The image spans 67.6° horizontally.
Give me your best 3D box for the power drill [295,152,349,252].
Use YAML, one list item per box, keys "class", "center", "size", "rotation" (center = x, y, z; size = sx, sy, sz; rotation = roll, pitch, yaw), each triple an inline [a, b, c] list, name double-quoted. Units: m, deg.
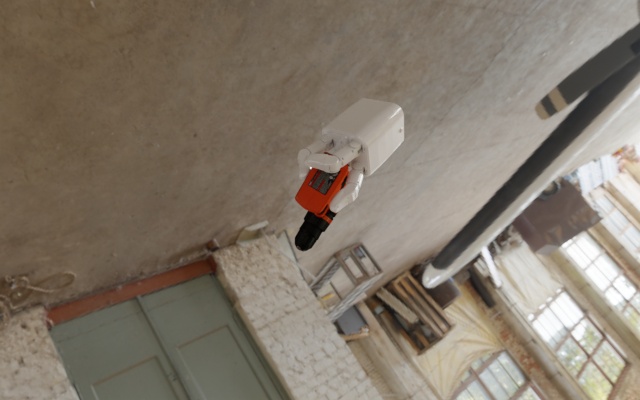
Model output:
- class: "power drill"
  center: [0.000, 0.003, 0.878]
  size: [0.057, 0.184, 0.188]
  rotation: [29, -9, 9]
